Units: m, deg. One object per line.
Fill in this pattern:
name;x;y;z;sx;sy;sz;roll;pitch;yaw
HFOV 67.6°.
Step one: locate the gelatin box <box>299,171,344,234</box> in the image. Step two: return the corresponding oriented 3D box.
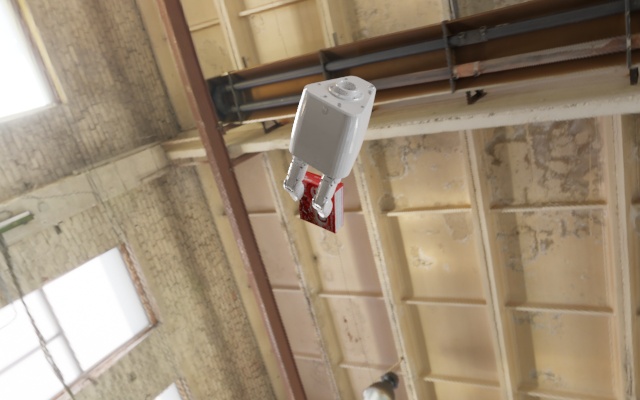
gelatin box;0.000;0.003;0.779;0.073;0.089;0.030;22;44;27
